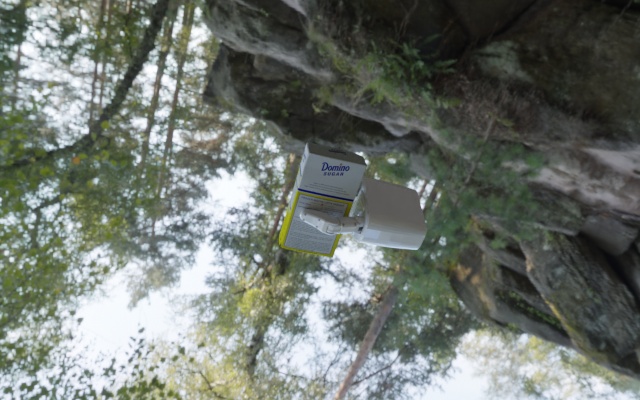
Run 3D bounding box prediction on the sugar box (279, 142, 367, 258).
[{"bbox_3d":[0.000,0.002,0.750,0.093,0.176,0.048,12,27,-13],"label":"sugar box"}]
